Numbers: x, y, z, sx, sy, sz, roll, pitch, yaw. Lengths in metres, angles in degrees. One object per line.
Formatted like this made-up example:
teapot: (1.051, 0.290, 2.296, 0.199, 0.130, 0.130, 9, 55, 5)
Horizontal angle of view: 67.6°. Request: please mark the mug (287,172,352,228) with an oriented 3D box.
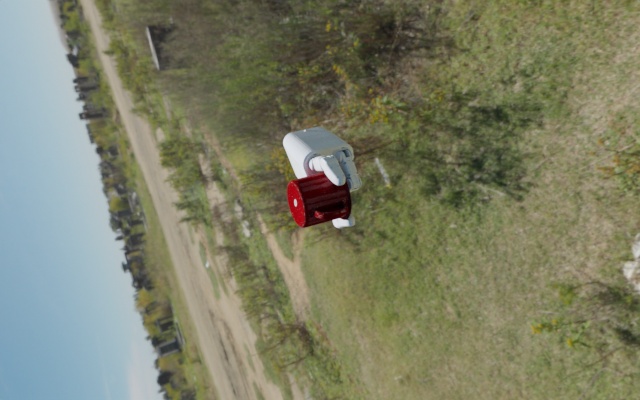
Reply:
mug: (0.001, 0.003, 0.787, 0.081, 0.093, 0.117, -15, 31, -21)
